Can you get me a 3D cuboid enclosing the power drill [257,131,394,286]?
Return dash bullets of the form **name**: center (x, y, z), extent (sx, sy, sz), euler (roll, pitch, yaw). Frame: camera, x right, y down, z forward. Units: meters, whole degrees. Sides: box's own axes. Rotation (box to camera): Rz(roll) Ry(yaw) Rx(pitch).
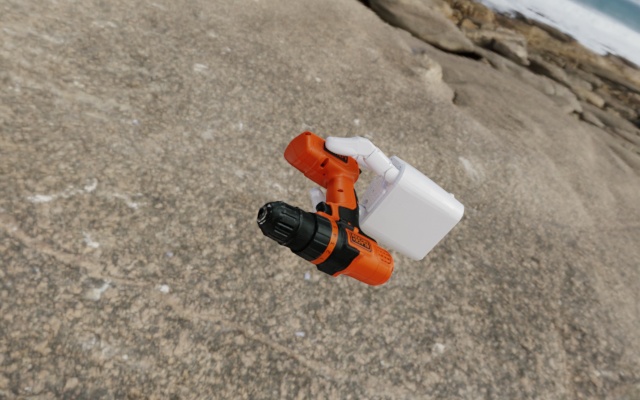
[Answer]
- **power drill**: center (0.000, 0.002, 0.574), extent (0.184, 0.187, 0.057), euler (30, -55, -33)
